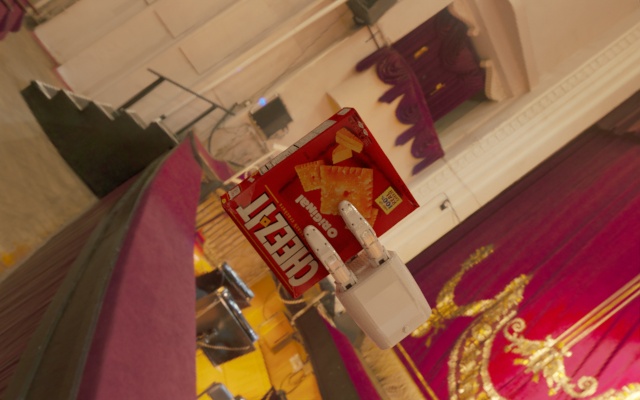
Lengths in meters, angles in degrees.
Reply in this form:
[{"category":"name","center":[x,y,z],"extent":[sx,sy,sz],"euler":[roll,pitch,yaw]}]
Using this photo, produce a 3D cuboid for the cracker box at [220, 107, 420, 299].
[{"category":"cracker box","center":[0.000,0.002,0.643],"extent":[0.213,0.164,0.072],"euler":[-36,15,-4]}]
